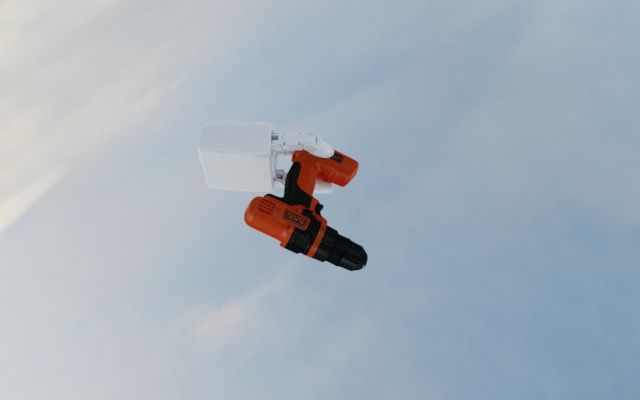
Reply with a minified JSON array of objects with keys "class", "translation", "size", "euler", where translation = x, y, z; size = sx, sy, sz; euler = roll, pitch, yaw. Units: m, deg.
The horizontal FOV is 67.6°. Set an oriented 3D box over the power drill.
[{"class":"power drill","translation":[0.000,0.002,0.711],"size":[0.184,0.187,0.057],"euler":[26,-44,-5]}]
